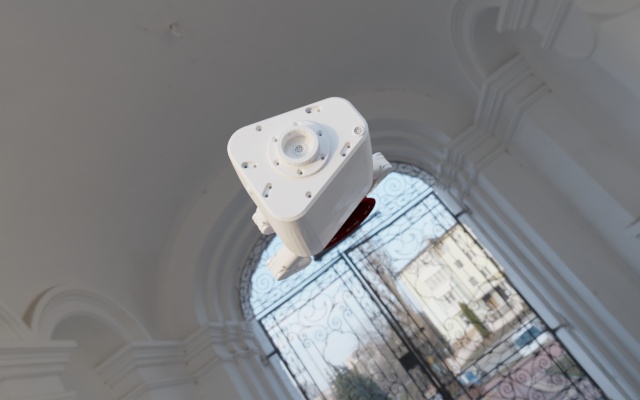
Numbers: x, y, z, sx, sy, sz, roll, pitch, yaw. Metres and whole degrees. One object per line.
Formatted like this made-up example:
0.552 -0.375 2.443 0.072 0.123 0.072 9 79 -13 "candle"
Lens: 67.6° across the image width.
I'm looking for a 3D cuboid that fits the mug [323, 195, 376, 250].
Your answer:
0.000 0.002 0.529 0.093 0.081 0.117 -35 -19 -7 "mug"
